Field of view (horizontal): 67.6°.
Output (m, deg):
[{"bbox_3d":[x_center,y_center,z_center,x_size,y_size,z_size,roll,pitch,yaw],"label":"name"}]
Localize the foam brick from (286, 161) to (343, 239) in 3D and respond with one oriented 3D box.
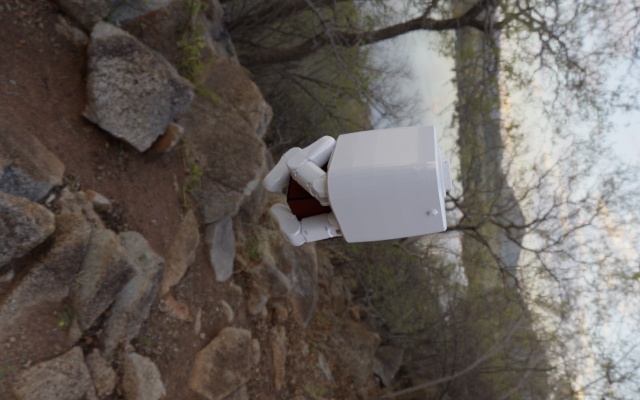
[{"bbox_3d":[0.000,0.002,0.541,0.051,0.053,0.078,-6,-40,15],"label":"foam brick"}]
